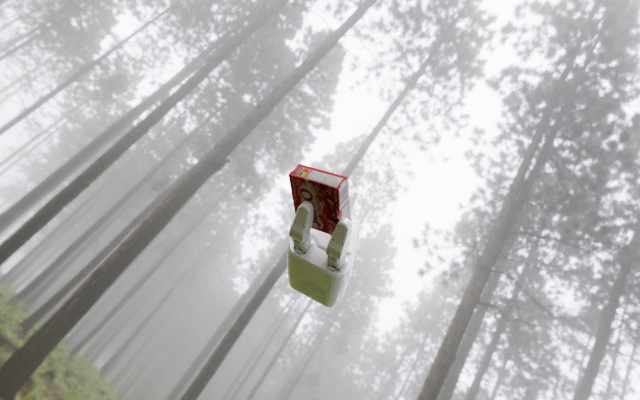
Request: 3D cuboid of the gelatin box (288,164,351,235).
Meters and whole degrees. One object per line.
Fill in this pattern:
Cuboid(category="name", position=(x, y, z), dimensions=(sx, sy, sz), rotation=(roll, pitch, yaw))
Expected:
Cuboid(category="gelatin box", position=(0.000, 0.002, 0.624), dimensions=(0.073, 0.089, 0.030), rotation=(18, 46, 25))
